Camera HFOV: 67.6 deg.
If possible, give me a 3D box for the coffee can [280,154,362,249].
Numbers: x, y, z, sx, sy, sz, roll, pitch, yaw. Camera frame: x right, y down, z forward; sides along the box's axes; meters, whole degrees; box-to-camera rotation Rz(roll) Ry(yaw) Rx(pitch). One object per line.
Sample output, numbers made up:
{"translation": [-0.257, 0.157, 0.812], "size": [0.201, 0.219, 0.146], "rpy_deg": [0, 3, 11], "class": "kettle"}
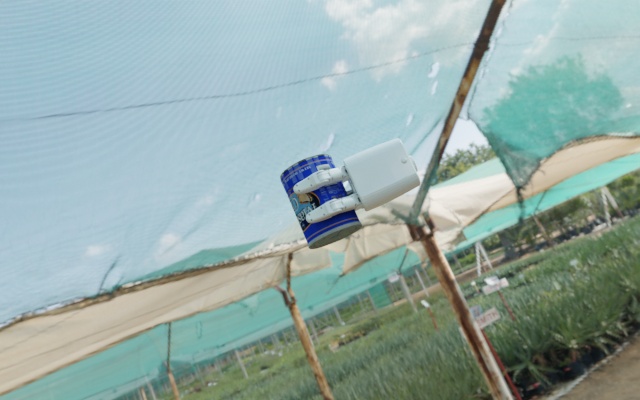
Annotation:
{"translation": [0.000, 0.003, 0.856], "size": [0.103, 0.140, 0.103], "rpy_deg": [-22, -14, -6], "class": "coffee can"}
